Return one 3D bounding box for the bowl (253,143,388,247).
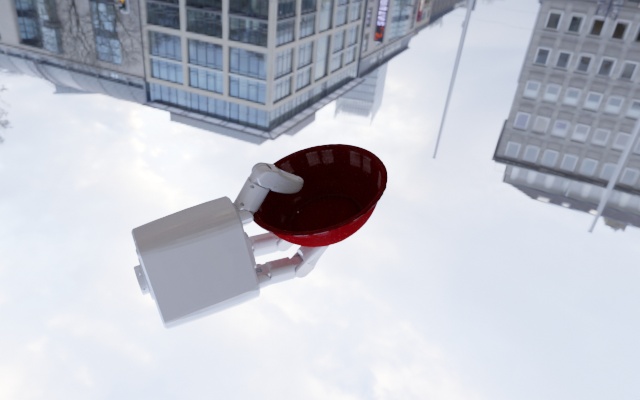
[{"bbox_3d":[0.001,0.002,0.548,0.162,0.055,0.162,-10,38,8],"label":"bowl"}]
